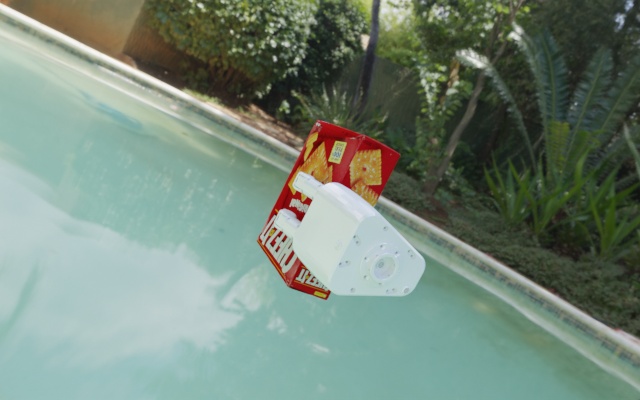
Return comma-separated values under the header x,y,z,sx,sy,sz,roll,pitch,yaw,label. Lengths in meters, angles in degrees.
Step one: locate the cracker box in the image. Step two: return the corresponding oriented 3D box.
x,y,z,sx,sy,sz,roll,pitch,yaw,label
0.000,0.002,0.667,0.072,0.214,0.164,24,6,-27,cracker box
